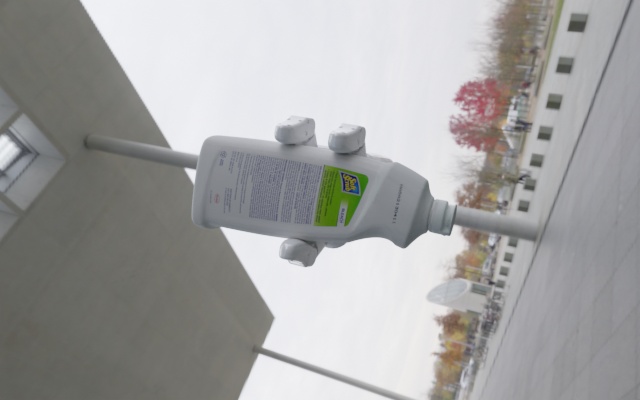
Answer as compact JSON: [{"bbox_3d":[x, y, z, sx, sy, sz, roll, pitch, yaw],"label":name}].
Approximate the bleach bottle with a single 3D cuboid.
[{"bbox_3d":[0.000,0.001,0.462,0.251,0.102,0.068,12,9,20],"label":"bleach bottle"}]
